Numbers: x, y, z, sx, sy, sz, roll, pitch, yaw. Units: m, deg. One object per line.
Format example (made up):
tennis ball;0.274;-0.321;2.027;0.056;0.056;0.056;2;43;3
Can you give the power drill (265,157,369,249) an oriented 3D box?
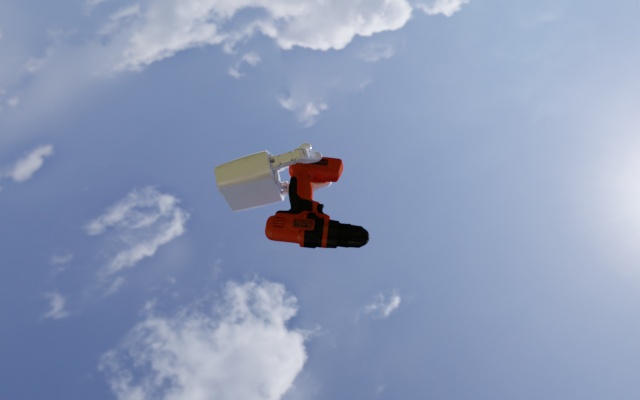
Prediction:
power drill;0.000;0.003;0.884;0.184;0.187;0.057;7;-39;-1
